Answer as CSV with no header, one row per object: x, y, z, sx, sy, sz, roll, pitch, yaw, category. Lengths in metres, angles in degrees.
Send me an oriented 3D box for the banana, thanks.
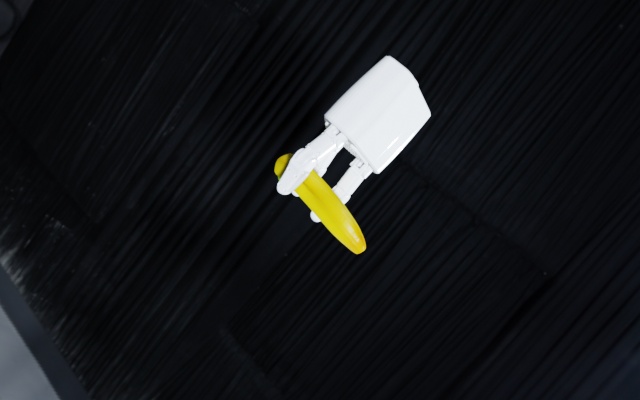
-0.009,-0.010,0.598,0.197,0.037,0.070,45,-7,43,banana
